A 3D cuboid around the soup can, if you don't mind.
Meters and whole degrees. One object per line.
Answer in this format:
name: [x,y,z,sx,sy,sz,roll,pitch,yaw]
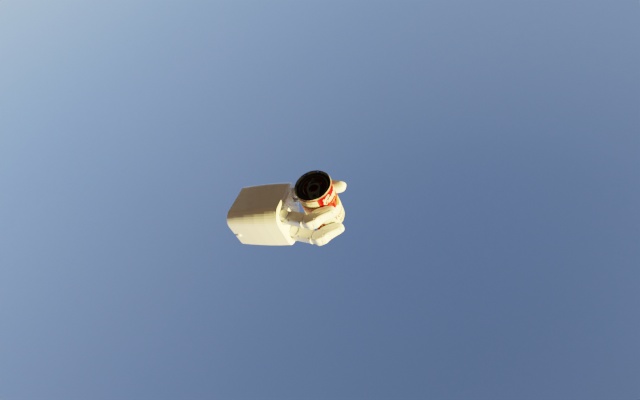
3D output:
soup can: [0.001,0.003,0.874,0.068,0.068,0.102,0,-36,20]
